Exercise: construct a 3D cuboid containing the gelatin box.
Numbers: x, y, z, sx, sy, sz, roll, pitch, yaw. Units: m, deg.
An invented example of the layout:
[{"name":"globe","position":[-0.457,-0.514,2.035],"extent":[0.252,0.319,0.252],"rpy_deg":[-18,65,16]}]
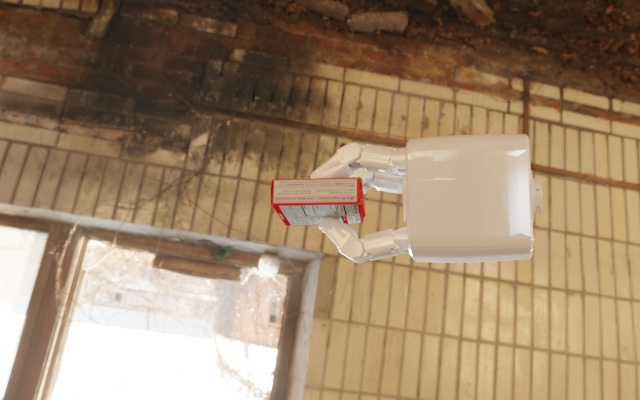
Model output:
[{"name":"gelatin box","position":[0.000,0.002,0.486],"extent":[0.089,0.030,0.073],"rpy_deg":[-2,-18,7]}]
